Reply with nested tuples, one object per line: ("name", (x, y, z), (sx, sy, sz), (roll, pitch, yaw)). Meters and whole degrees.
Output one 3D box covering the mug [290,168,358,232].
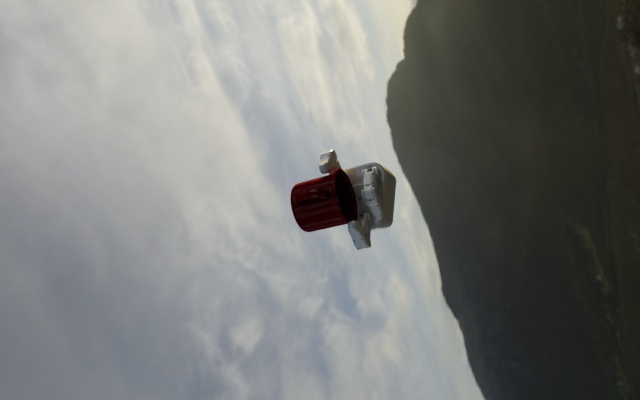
("mug", (-0.001, 0.002, 0.748), (0.081, 0.093, 0.117), (-14, -12, 21))
